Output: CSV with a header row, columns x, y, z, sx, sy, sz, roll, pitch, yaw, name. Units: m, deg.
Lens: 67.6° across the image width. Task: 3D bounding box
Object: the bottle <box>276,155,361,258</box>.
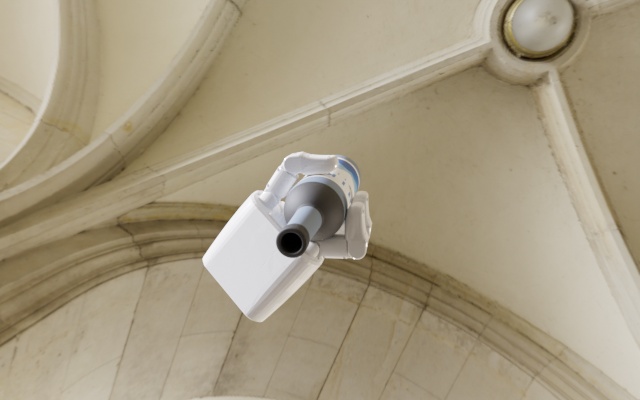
x,y,z,sx,sy,sz,roll,pitch,yaw,name
0.000,0.002,0.542,0.069,0.069,0.295,0,13,10,bottle
